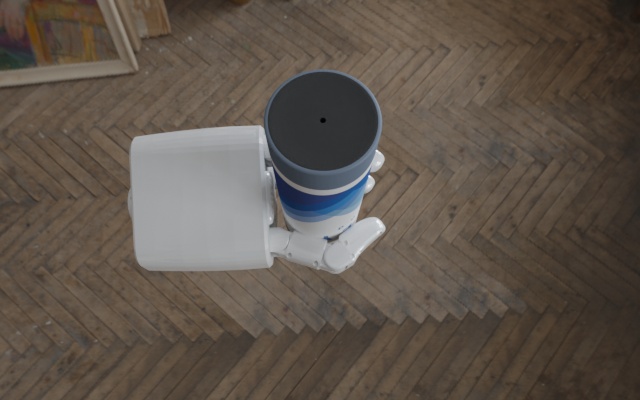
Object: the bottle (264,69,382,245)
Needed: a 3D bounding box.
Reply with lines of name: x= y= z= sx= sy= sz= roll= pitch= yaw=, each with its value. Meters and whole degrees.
bottle: x=0.000 y=0.001 z=0.405 sx=0.069 sy=0.069 sz=0.296 roll=0 pitch=-18 yaw=-1
